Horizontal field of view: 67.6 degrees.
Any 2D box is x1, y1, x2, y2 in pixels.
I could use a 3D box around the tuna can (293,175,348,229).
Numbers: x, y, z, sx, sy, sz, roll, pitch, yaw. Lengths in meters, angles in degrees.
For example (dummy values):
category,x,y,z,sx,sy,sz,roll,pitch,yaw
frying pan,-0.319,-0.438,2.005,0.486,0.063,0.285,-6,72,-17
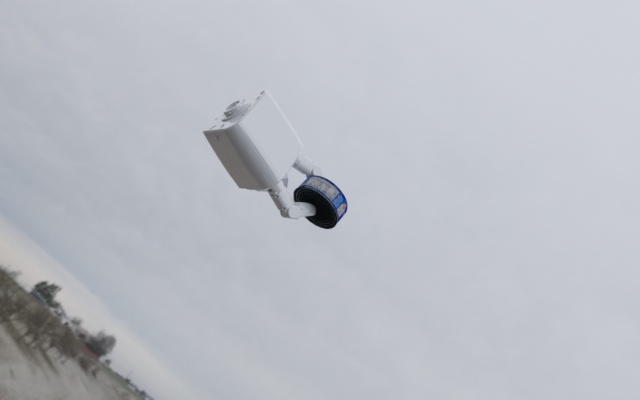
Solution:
category,x,y,z,sx,sy,sz,roll,pitch,yaw
tuna can,0.000,0.002,0.756,0.086,0.086,0.033,0,38,48
